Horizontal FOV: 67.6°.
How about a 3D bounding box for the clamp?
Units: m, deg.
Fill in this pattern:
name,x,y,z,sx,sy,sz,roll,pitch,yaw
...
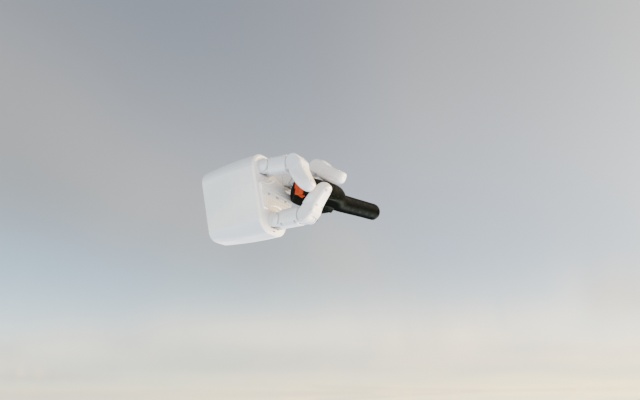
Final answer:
name,x,y,z,sx,sy,sz,roll,pitch,yaw
clamp,0.000,0.003,0.712,0.120,0.039,0.171,-12,-25,32
